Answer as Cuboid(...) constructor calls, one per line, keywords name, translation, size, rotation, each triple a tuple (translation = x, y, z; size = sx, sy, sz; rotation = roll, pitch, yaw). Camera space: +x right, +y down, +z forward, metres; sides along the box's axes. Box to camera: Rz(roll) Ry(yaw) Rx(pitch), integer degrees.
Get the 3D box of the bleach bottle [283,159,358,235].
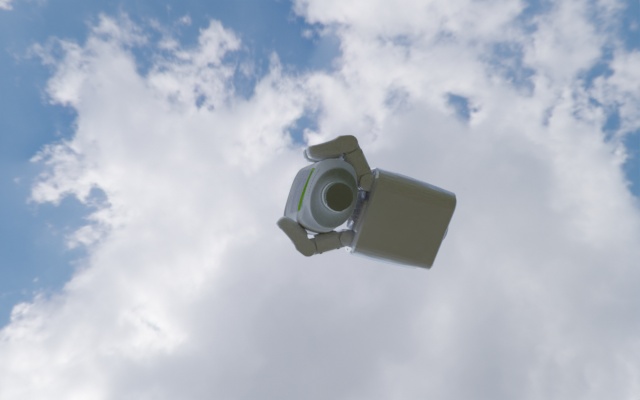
Cuboid(name="bleach bottle", translation=(0.000, 0.002, 0.593), size=(0.068, 0.102, 0.251), rotation=(15, -1, -8))
